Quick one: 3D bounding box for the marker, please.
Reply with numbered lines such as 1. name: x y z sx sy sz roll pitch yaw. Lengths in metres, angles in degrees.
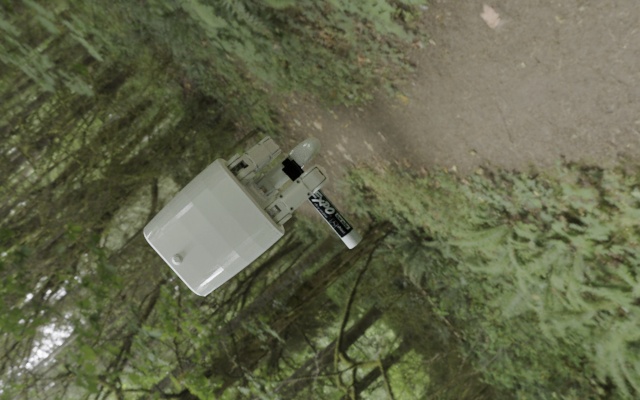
1. marker: 0.000 0.002 0.523 0.020 0.121 0.020 -41 3 2
